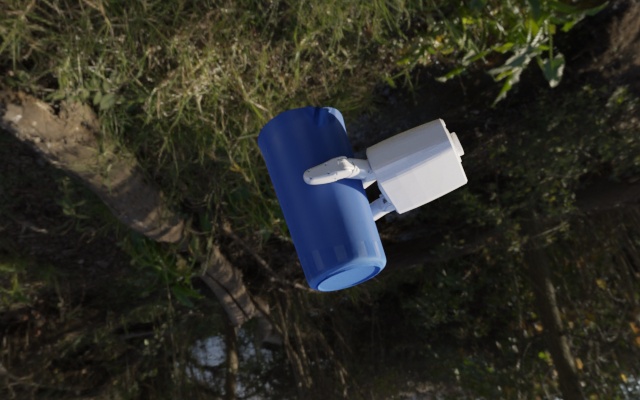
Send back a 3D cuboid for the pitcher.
[{"bbox_3d":[0.000,0.002,0.680,0.145,0.242,0.149,-24,-24,14],"label":"pitcher"}]
